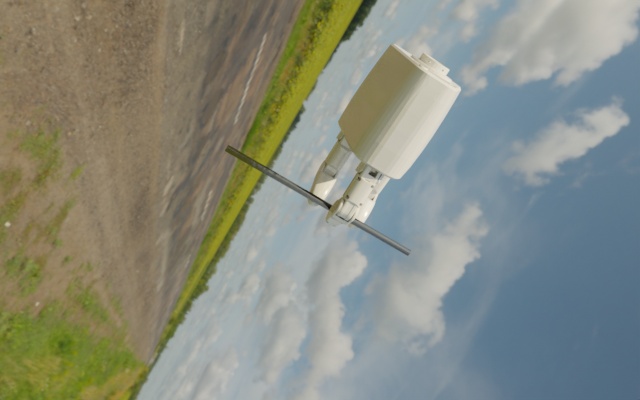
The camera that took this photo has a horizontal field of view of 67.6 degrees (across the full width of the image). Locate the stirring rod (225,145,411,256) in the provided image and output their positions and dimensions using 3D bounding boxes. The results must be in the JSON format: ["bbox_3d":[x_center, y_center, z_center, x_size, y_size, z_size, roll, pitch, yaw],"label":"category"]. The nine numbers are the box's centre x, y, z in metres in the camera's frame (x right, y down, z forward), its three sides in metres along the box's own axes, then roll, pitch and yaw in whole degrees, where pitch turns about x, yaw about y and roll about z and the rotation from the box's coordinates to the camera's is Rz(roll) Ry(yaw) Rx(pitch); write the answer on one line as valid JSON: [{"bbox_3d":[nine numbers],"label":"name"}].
[{"bbox_3d":[0.000,0.002,0.540,0.239,0.011,0.011,30,-5,-8],"label":"stirring rod"}]
